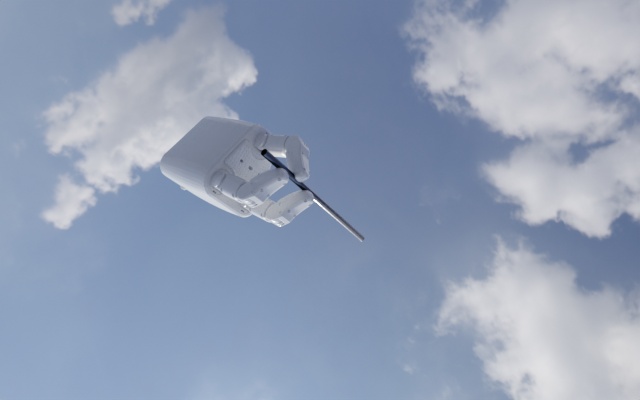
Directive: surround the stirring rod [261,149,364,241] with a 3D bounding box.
[{"bbox_3d":[0.000,0.002,0.585,0.011,0.011,0.240,0,-26,33],"label":"stirring rod"}]
